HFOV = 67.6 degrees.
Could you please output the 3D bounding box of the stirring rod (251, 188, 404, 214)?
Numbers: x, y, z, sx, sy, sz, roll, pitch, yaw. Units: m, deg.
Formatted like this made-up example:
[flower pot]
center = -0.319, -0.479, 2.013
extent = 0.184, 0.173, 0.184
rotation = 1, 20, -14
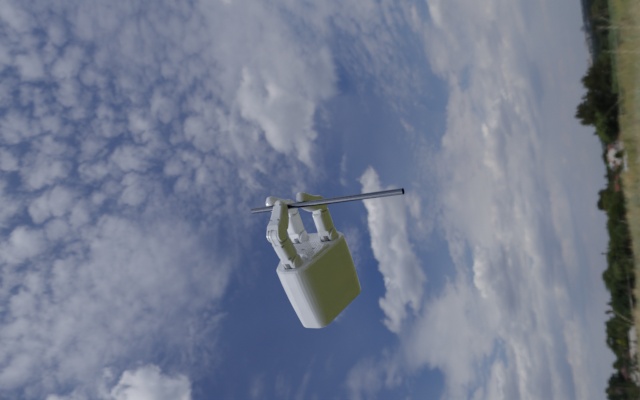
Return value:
[stirring rod]
center = 0.000, 0.002, 0.649
extent = 0.239, 0.011, 0.011
rotation = -8, -4, 32
